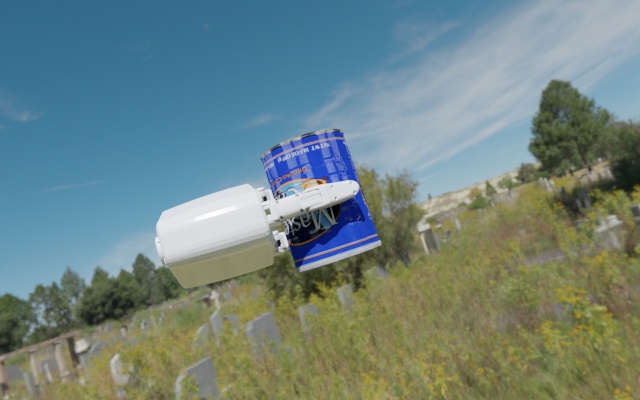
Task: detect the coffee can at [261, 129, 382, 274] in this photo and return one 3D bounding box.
[{"bbox_3d":[0.000,0.002,0.552,0.103,0.140,0.103,-18,-6,-2],"label":"coffee can"}]
